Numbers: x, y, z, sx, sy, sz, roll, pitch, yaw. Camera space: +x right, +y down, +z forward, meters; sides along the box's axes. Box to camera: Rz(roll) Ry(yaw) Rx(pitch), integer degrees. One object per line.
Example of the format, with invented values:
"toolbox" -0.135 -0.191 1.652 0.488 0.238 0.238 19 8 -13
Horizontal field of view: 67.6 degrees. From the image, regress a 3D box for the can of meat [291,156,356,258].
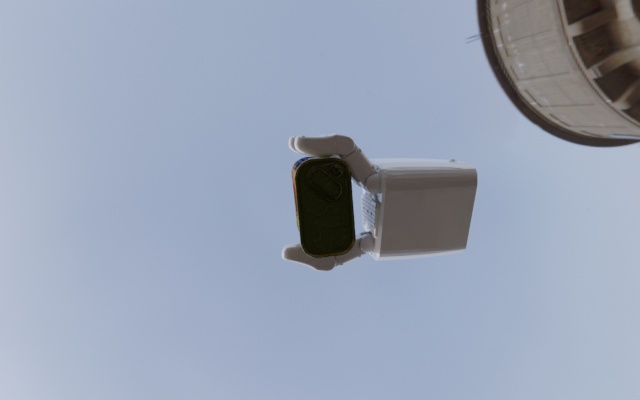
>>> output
"can of meat" 0.000 0.002 0.521 0.057 0.102 0.084 -6 10 -7
